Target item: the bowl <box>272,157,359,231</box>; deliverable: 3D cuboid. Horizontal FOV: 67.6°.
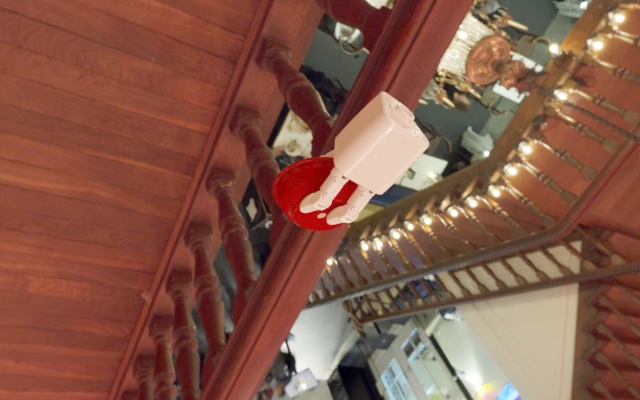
[{"bbox_3d":[0.000,0.004,0.788,0.162,0.055,0.162,-2,-38,-2],"label":"bowl"}]
